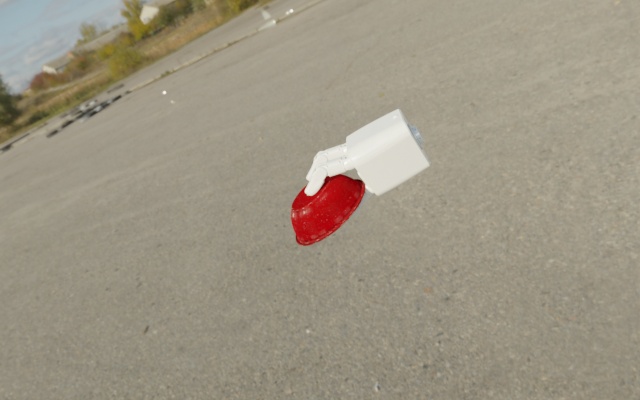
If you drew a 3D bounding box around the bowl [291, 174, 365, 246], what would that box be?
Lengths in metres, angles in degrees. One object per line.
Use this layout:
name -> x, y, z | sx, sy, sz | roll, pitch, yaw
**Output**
bowl -> -0.001, 0.003, 0.849 | 0.055, 0.162, 0.162 | 46, -20, -20
